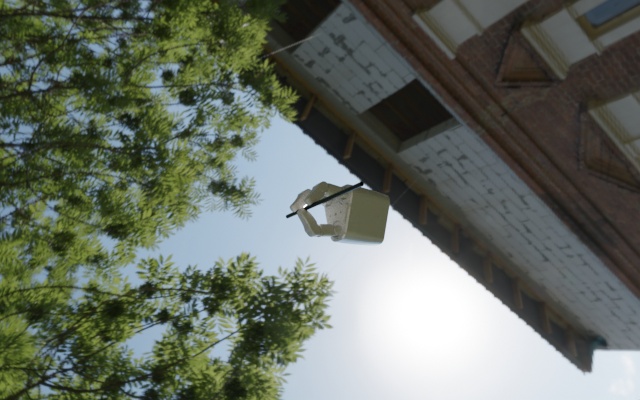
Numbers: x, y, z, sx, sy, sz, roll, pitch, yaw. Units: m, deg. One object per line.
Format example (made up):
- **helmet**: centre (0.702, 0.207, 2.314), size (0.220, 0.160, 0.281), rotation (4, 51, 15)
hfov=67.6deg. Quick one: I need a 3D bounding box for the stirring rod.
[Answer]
- **stirring rod**: centre (0.000, 0.003, 0.868), size (0.011, 0.011, 0.239), rotation (0, -14, -35)
